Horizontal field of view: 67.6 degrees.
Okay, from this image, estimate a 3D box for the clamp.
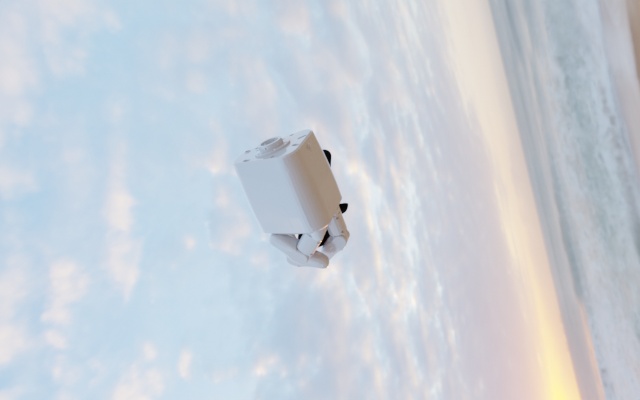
[{"bbox_3d":[0.000,0.003,0.721,0.039,0.120,0.171,-12,24,23],"label":"clamp"}]
